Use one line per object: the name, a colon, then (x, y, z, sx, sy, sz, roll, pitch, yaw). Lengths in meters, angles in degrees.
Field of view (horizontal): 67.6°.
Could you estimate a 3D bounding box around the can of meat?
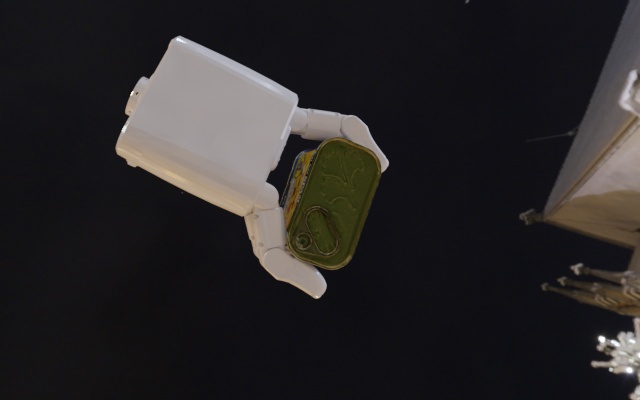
can of meat: (0.000, 0.001, 0.413, 0.057, 0.102, 0.084, 21, -5, -16)
